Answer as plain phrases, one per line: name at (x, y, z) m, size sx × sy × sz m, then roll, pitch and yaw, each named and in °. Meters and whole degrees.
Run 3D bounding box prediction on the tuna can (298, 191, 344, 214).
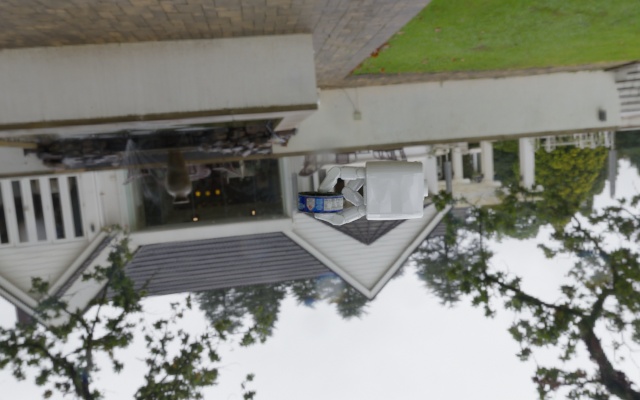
tuna can at (0.000, 0.004, 0.900) m, size 0.086 × 0.034 × 0.086 m, roll 1°, pitch 6°, yaw 0°
